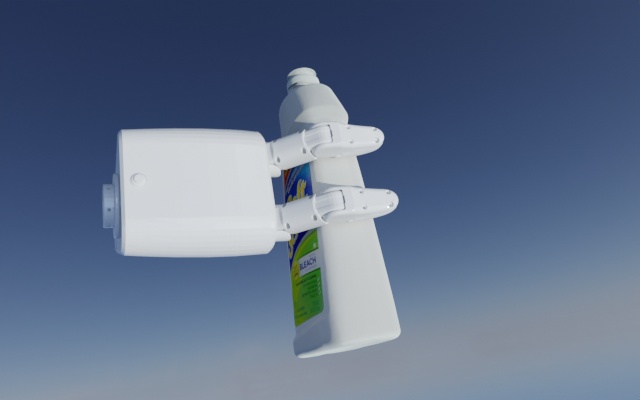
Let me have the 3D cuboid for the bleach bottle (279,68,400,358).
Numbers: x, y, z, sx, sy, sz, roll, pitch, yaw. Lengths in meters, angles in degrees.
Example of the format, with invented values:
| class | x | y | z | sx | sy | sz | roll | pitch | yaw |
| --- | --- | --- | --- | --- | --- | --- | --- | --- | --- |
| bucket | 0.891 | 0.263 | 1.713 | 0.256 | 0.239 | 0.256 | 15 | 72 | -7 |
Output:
| class | x | y | z | sx | sy | sz | roll | pitch | yaw |
| --- | --- | --- | --- | --- | --- | --- | --- | --- | --- |
| bleach bottle | 0.000 | 0.001 | 0.420 | 0.068 | 0.250 | 0.103 | -1 | -22 | -25 |
